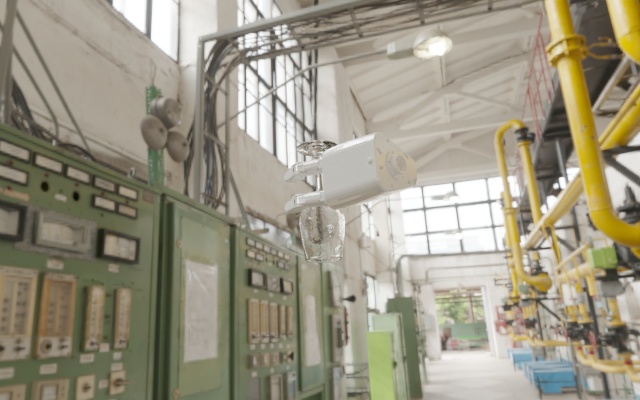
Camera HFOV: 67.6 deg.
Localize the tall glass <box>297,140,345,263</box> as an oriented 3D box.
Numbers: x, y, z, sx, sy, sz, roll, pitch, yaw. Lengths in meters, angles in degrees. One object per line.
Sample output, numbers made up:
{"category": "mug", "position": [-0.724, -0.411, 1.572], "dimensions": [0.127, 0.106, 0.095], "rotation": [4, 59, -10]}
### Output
{"category": "tall glass", "position": [0.000, 0.002, 0.819], "dimensions": [0.079, 0.201, 0.079], "rotation": [-3, -15, -1]}
